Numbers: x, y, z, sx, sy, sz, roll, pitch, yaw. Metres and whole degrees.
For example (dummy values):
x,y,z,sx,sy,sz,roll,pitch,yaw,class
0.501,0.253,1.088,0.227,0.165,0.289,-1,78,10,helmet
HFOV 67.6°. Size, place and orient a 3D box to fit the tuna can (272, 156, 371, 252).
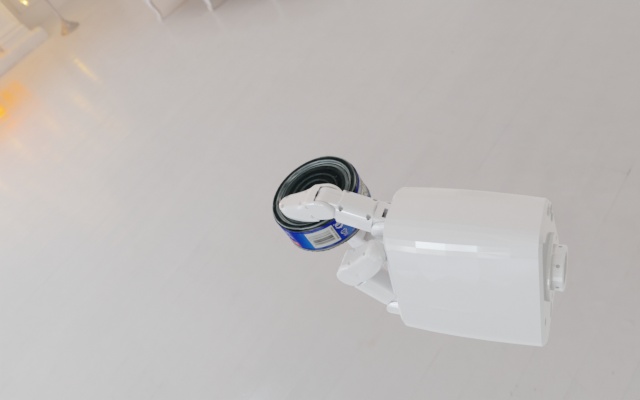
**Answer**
x,y,z,sx,sy,sz,roll,pitch,yaw,class
0.000,0.001,0.430,0.086,0.086,0.034,0,-37,33,tuna can
